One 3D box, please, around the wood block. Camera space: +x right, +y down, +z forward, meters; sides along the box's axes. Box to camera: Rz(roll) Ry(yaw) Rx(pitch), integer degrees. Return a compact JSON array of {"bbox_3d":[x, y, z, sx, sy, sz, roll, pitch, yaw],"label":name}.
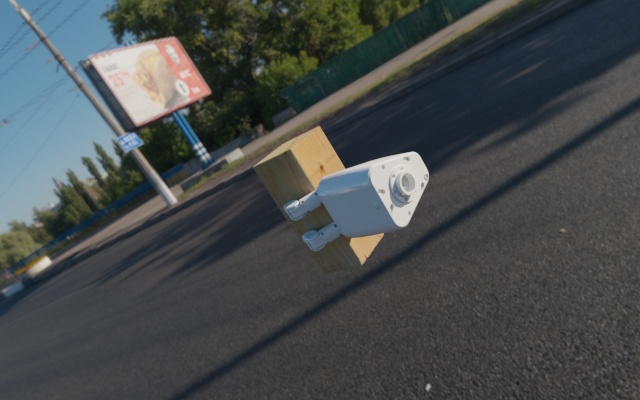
[{"bbox_3d":[0.000,0.002,0.753,0.090,0.206,0.090,-19,18,42],"label":"wood block"}]
